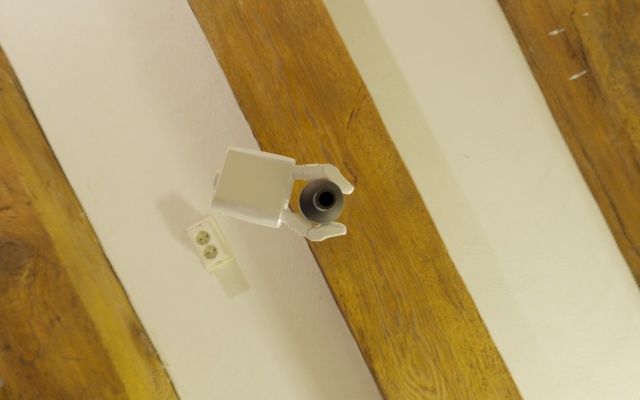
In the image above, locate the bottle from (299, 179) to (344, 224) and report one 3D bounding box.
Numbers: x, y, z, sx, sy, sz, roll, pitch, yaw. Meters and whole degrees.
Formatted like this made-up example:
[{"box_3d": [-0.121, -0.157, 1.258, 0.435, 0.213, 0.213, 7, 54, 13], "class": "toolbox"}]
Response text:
[{"box_3d": [0.000, 0.002, 0.736, 0.069, 0.069, 0.296, 0, -2, -3], "class": "bottle"}]
